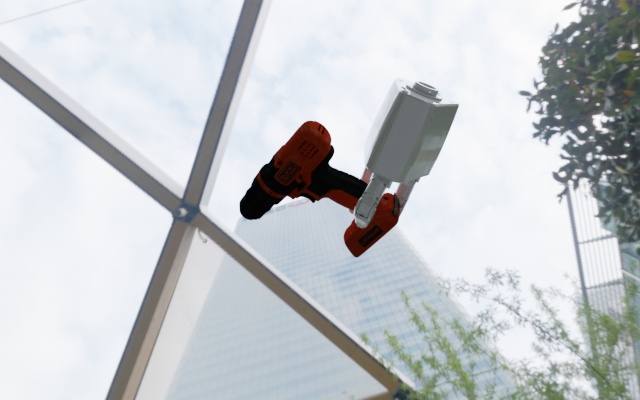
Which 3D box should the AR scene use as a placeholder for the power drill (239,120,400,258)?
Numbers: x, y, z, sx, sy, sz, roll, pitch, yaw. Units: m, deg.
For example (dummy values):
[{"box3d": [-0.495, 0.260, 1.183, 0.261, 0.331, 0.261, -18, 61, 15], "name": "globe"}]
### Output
[{"box3d": [0.001, 0.002, 0.659, 0.188, 0.057, 0.184, 33, -54, -18], "name": "power drill"}]
